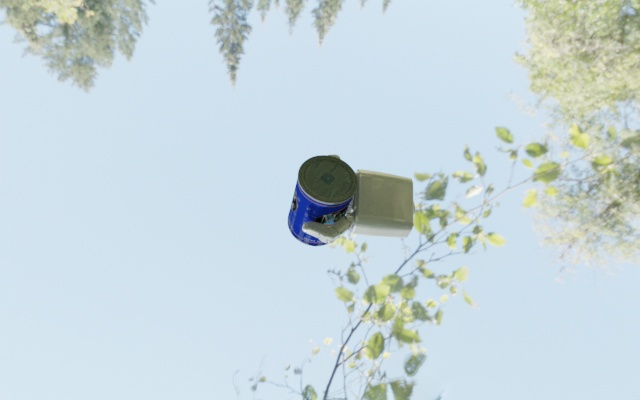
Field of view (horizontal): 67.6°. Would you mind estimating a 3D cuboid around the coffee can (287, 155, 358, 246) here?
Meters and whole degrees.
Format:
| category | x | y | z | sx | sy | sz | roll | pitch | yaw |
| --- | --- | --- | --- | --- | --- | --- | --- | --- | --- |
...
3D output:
| category | x | y | z | sx | sy | sz | roll | pitch | yaw |
| --- | --- | --- | --- | --- | --- | --- | --- | --- | --- |
| coffee can | 0.000 | 0.003 | 0.856 | 0.103 | 0.102 | 0.140 | 0 | -36 | -13 |
